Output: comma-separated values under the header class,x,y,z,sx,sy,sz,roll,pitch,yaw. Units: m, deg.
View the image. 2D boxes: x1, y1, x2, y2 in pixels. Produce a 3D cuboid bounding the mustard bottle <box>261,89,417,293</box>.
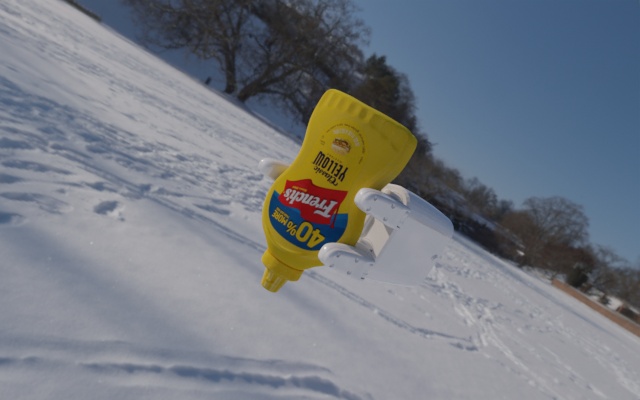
class,x,y,z,sx,sy,sz,roll,pitch,yaw
mustard bottle,0.000,0.001,0.441,0.096,0.191,0.058,34,8,20
